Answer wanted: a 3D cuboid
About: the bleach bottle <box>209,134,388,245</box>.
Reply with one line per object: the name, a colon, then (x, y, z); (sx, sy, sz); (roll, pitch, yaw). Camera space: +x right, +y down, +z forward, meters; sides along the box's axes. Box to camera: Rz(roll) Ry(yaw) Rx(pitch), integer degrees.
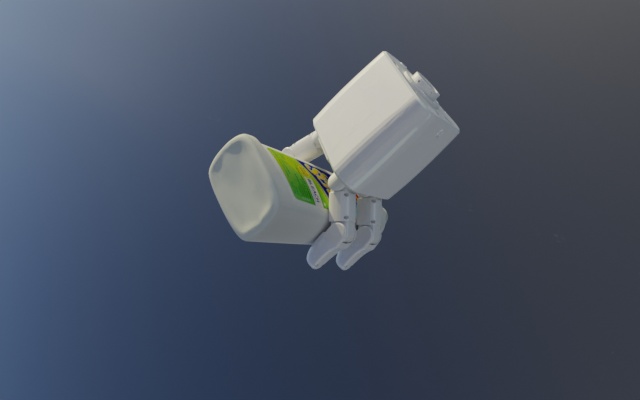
bleach bottle: (0.000, 0.002, 0.536); (0.068, 0.102, 0.251); (-42, -28, 24)
